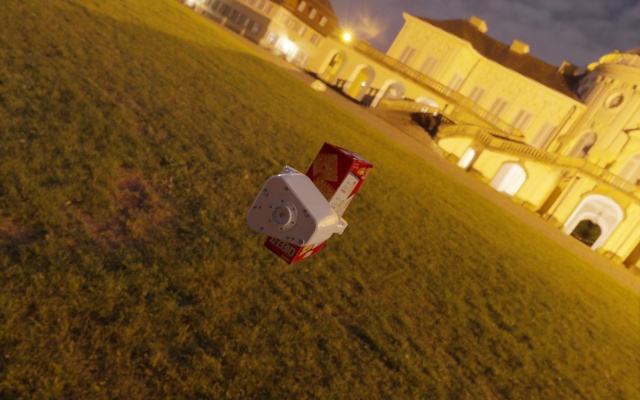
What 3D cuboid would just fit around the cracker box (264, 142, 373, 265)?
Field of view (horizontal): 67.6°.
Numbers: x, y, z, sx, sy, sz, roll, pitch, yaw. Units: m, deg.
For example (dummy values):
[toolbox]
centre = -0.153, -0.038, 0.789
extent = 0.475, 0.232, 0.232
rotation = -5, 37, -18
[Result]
[cracker box]
centre = 0.000, 0.003, 0.886
extent = 0.072, 0.214, 0.164
rotation = 35, 12, 13
